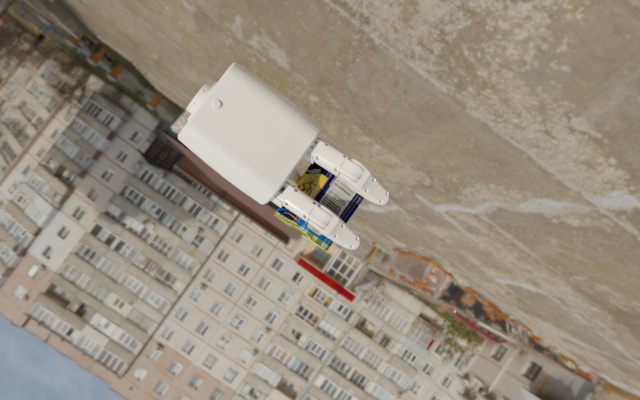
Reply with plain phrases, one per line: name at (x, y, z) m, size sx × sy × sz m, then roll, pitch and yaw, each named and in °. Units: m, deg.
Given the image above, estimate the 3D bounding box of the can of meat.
can of meat at (0.000, 0.002, 0.534) m, size 0.057 × 0.084 × 0.102 m, roll 38°, pitch -6°, yaw -20°
